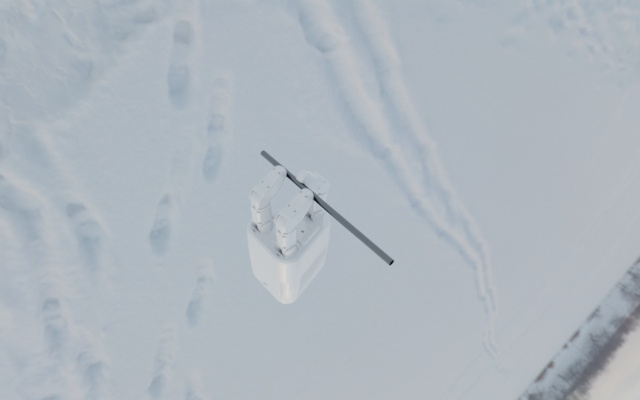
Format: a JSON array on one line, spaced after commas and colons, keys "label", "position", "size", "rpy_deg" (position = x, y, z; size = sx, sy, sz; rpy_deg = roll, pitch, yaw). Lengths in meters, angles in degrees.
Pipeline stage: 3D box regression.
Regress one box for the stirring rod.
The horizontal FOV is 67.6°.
[{"label": "stirring rod", "position": [0.000, 0.002, 0.589], "size": [0.239, 0.011, 0.011], "rpy_deg": [40, 23, 31]}]
